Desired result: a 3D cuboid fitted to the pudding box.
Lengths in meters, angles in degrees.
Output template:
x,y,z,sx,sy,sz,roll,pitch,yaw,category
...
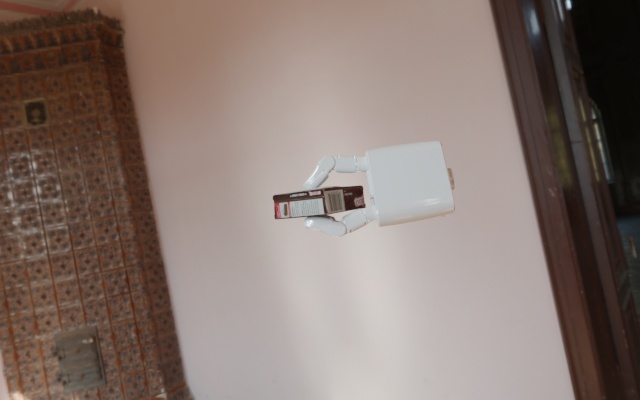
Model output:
x,y,z,sx,sy,sz,roll,pitch,yaw,category
0.000,0.002,0.689,0.090,0.039,0.113,-8,-2,33,pudding box
